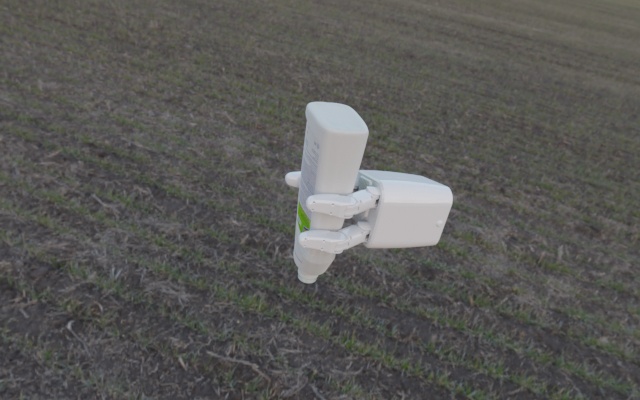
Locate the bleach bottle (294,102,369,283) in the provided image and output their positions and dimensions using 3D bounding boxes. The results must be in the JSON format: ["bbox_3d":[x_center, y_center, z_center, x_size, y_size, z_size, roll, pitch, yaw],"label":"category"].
[{"bbox_3d":[0.000,0.002,0.651,0.068,0.251,0.102,1,31,-18],"label":"bleach bottle"}]
